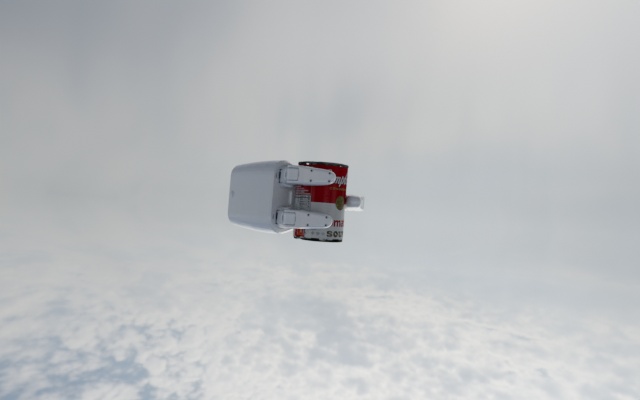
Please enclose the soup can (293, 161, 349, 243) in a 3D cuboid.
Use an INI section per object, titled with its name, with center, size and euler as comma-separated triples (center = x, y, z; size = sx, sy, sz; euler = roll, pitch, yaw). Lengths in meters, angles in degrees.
[soup can]
center = 0.001, 0.002, 0.634
size = 0.068, 0.102, 0.068
euler = 4, -1, 0
